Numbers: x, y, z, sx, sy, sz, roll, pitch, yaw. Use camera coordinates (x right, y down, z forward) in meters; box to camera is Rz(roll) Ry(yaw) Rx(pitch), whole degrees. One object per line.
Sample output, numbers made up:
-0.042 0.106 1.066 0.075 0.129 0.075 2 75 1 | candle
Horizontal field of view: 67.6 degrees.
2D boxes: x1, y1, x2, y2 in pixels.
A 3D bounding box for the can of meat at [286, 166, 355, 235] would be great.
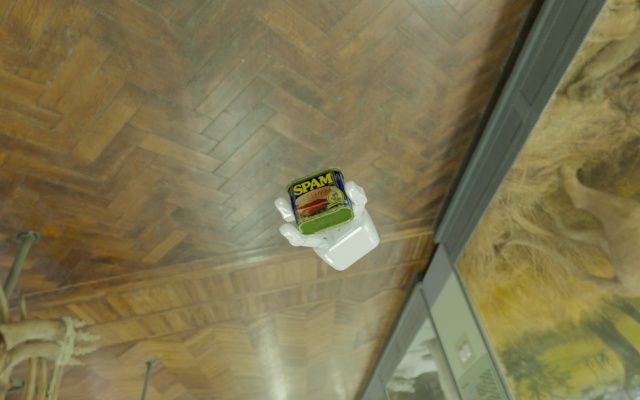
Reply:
0.000 0.003 0.805 0.102 0.084 0.057 -20 -32 8 | can of meat
